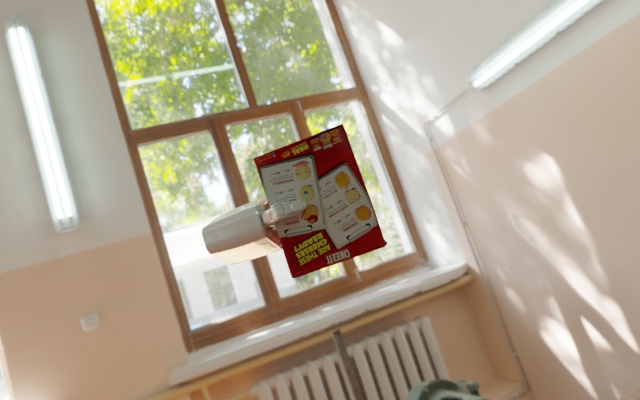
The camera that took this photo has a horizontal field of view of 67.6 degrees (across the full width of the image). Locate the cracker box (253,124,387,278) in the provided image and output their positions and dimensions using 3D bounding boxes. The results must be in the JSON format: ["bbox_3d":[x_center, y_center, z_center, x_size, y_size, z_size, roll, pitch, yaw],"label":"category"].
[{"bbox_3d":[0.000,0.002,0.805,0.164,0.213,0.072,-20,-8,8],"label":"cracker box"}]
